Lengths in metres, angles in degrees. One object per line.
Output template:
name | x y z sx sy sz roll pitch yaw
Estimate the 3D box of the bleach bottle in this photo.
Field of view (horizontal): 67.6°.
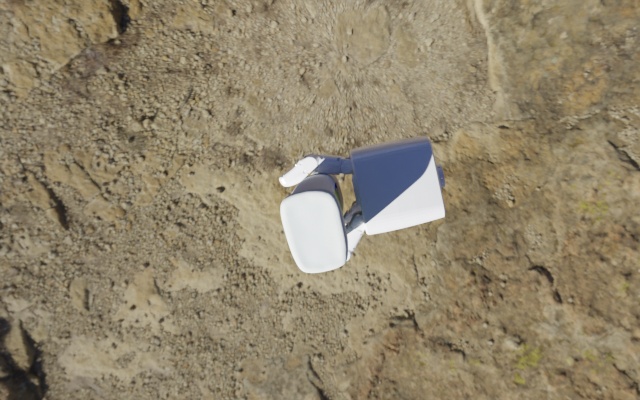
bleach bottle | 0.000 0.002 0.649 0.068 0.102 0.250 -12 16 6
